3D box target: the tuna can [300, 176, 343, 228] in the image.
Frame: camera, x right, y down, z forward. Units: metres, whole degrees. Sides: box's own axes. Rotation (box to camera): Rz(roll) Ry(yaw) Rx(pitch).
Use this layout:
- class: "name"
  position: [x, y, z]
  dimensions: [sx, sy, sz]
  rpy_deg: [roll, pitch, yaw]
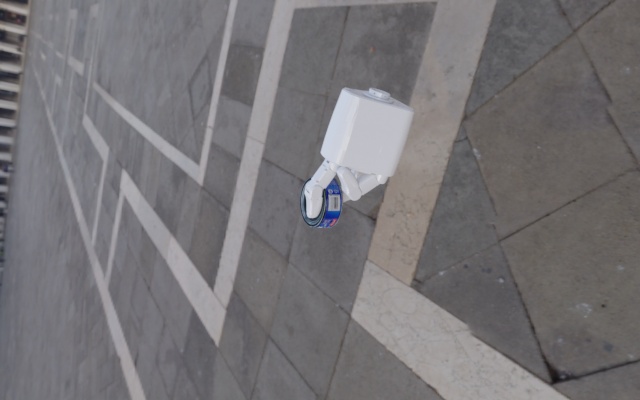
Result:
- class: "tuna can"
  position: [0.000, 0.003, 0.783]
  dimensions: [0.034, 0.086, 0.086]
  rpy_deg: [0, 0, -31]
